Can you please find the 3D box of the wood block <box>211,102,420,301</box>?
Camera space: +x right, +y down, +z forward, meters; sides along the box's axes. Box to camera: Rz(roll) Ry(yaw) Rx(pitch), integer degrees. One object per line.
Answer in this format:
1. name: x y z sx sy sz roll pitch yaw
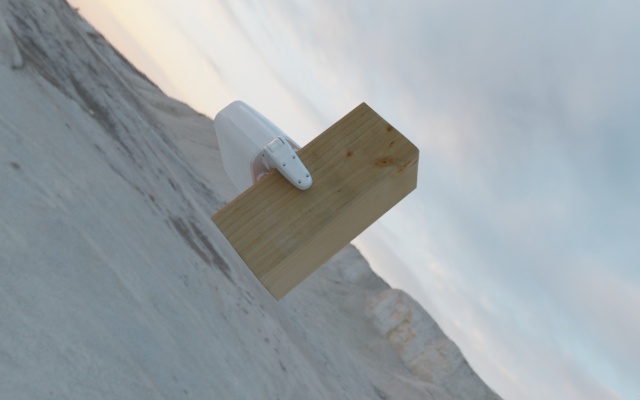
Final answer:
1. wood block: 0.000 0.001 0.520 0.206 0.090 0.091 -39 -26 -10
